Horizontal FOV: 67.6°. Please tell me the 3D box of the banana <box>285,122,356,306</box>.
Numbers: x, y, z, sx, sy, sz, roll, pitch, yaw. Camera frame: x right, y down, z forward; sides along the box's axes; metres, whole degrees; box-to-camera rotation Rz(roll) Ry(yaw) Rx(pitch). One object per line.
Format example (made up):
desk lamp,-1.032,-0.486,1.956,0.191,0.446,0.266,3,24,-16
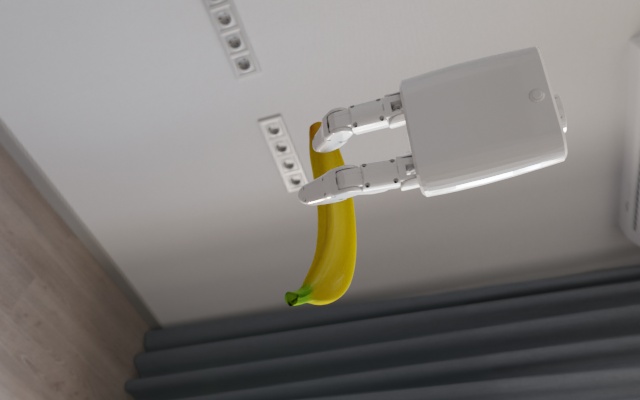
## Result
banana,0.008,0.015,0.435,0.037,0.197,0.070,-14,-41,22
